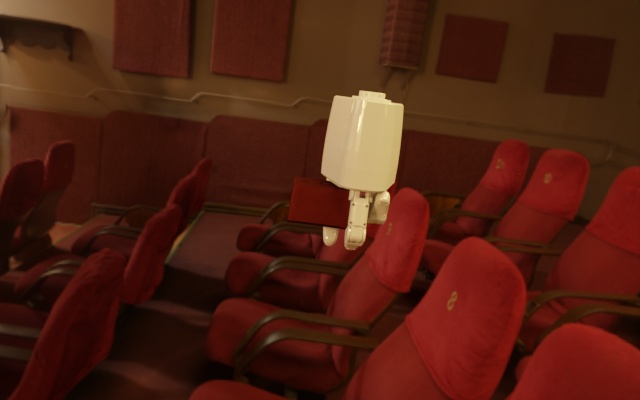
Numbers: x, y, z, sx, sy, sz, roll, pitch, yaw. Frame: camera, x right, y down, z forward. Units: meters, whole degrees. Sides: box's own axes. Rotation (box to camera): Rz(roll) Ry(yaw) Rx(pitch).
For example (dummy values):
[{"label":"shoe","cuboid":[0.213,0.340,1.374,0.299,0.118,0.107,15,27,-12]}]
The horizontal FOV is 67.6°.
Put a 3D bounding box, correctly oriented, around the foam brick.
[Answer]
[{"label":"foam brick","cuboid":[0.000,0.002,0.612,0.078,0.051,0.053,7,13,-2]}]
